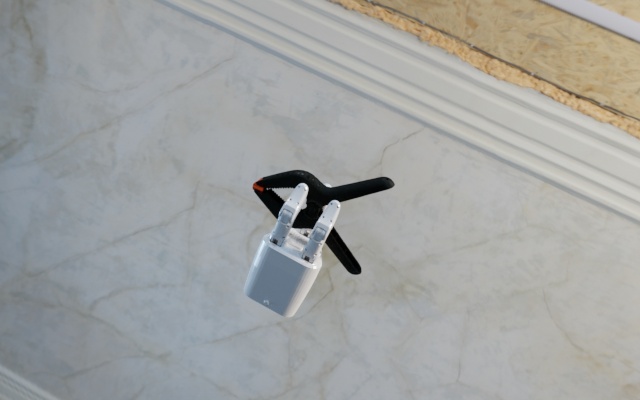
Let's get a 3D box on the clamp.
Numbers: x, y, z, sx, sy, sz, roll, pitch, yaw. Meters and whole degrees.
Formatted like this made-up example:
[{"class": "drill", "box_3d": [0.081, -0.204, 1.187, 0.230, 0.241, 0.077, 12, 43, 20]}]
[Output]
[{"class": "clamp", "box_3d": [0.000, 0.002, 0.727, 0.210, 0.165, 0.036, 28, 22, 6]}]
